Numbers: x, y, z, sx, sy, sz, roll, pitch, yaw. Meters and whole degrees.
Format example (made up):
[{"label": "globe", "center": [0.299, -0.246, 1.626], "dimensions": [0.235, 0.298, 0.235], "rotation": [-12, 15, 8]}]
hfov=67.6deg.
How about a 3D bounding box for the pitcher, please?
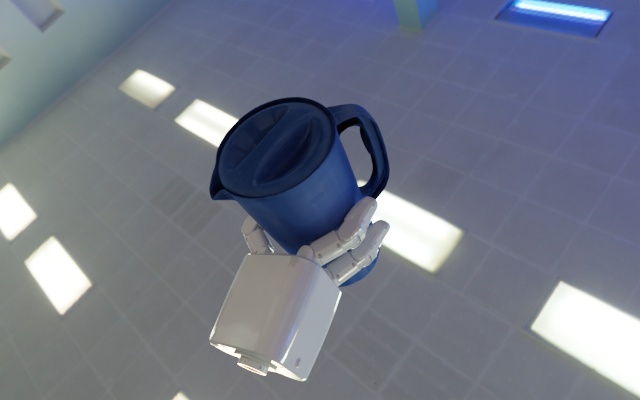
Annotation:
[{"label": "pitcher", "center": [0.000, 0.002, 0.565], "dimensions": [0.149, 0.145, 0.243], "rotation": [8, -30, 29]}]
